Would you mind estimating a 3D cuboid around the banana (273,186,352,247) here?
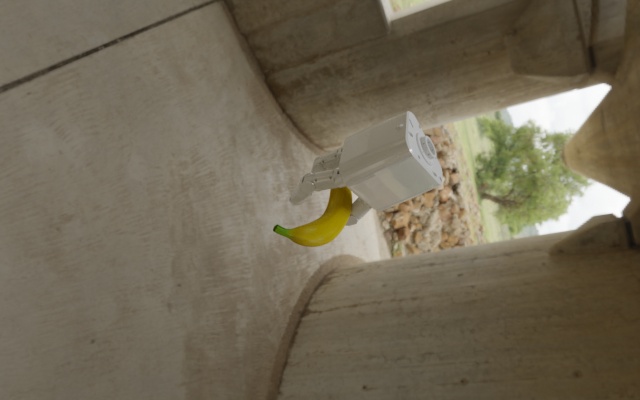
[{"bbox_3d":[0.010,0.018,0.704,0.037,0.069,0.197,-36,3,37],"label":"banana"}]
